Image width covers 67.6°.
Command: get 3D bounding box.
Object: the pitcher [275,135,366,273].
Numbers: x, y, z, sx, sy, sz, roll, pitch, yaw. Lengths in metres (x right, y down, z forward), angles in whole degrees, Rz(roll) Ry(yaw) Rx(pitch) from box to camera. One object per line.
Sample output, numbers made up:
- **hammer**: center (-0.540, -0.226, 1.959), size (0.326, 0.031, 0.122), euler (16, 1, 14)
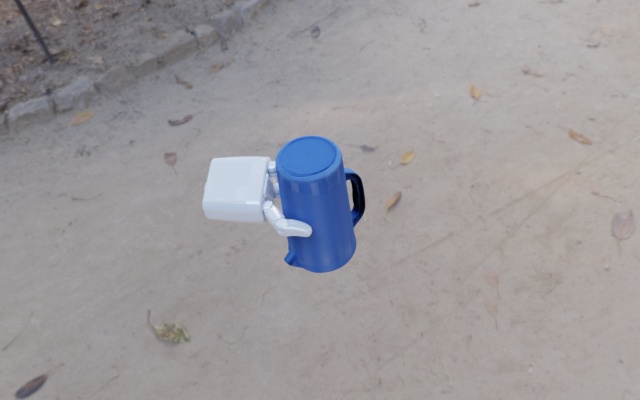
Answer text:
- **pitcher**: center (0.000, 0.003, 0.844), size (0.145, 0.149, 0.243), euler (3, -41, 10)
